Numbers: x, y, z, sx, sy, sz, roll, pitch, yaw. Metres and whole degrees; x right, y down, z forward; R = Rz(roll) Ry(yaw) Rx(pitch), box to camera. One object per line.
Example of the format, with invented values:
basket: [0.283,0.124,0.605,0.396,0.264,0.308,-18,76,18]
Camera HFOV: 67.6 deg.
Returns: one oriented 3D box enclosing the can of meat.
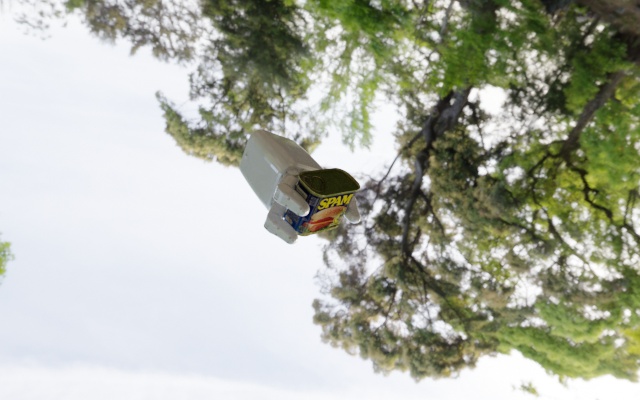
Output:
can of meat: [0.000,0.003,0.730,0.102,0.084,0.057,-11,46,-44]
